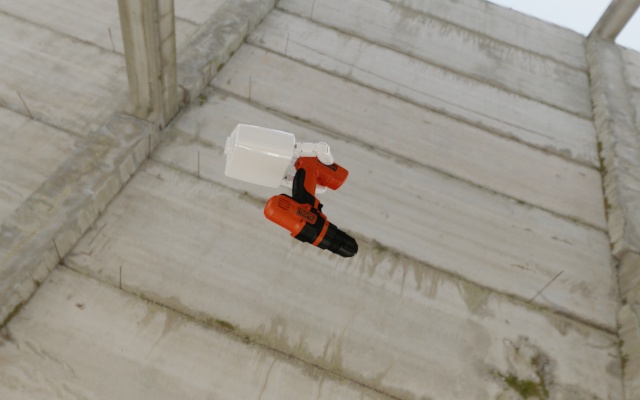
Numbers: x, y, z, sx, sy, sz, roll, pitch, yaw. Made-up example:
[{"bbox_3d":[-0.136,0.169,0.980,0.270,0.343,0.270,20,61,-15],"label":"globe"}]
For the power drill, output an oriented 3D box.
[{"bbox_3d":[0.000,0.002,0.886,0.184,0.187,0.057,30,-48,-13],"label":"power drill"}]
